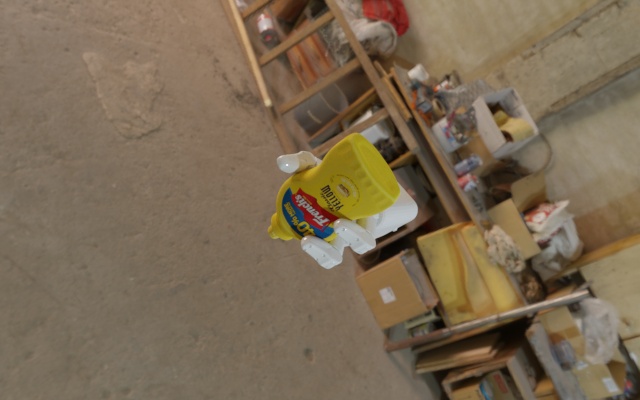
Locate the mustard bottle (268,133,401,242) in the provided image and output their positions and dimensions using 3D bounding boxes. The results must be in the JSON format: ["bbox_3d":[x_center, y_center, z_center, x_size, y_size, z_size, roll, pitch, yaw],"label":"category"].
[{"bbox_3d":[0.000,0.002,0.607,0.192,0.096,0.058,-33,8,35],"label":"mustard bottle"}]
